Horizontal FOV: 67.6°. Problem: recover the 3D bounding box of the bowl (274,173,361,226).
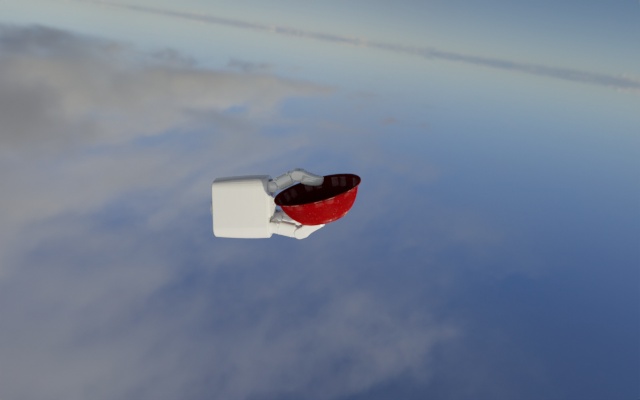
[{"bbox_3d":[0.001,0.003,0.861,0.162,0.055,0.162,-14,17,4],"label":"bowl"}]
